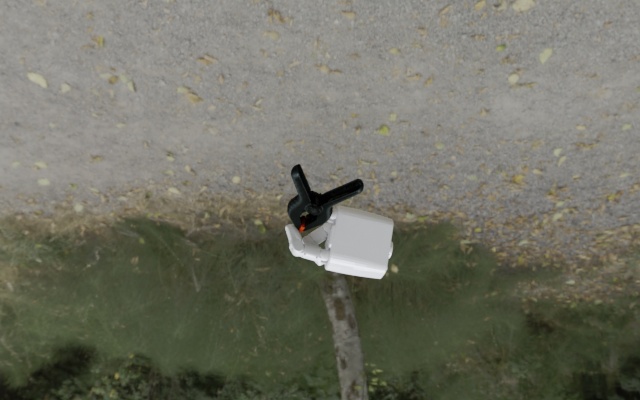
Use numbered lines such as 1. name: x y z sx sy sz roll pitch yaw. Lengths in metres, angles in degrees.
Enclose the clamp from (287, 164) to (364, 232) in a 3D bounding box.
1. clamp: 0.000 0.003 0.814 0.120 0.039 0.172 13 -33 -4
